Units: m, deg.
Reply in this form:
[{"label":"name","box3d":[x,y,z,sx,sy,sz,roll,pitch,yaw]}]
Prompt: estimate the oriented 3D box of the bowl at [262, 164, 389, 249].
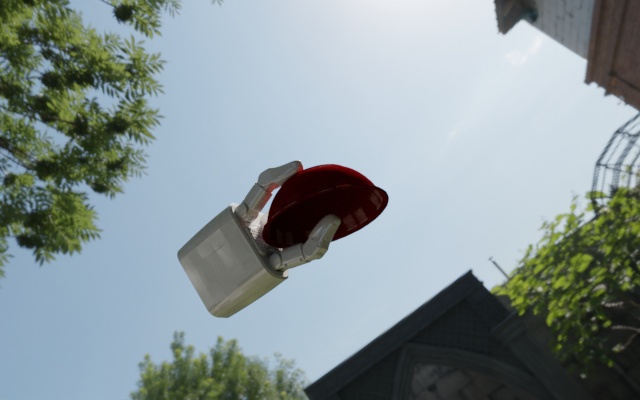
[{"label":"bowl","box3d":[0.001,0.001,0.594,0.162,0.055,0.162,-15,-25,-7]}]
